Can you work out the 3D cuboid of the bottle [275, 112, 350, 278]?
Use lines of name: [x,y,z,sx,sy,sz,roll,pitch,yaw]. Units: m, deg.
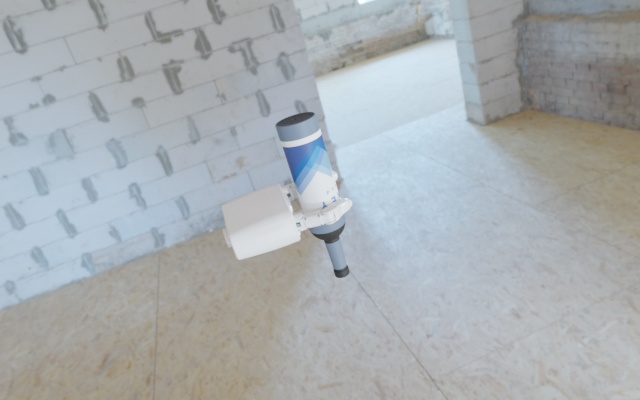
bottle: [0.000,0.002,0.803,0.069,0.296,0.069,-14,23,6]
